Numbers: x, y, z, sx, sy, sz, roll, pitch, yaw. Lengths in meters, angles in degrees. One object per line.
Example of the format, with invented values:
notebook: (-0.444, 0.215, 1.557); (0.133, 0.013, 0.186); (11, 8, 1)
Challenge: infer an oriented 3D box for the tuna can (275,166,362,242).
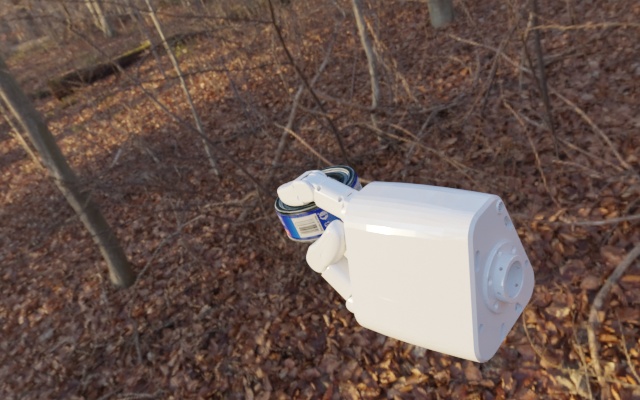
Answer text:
tuna can: (0.000, 0.001, 0.460); (0.086, 0.034, 0.086); (-21, 24, 10)
